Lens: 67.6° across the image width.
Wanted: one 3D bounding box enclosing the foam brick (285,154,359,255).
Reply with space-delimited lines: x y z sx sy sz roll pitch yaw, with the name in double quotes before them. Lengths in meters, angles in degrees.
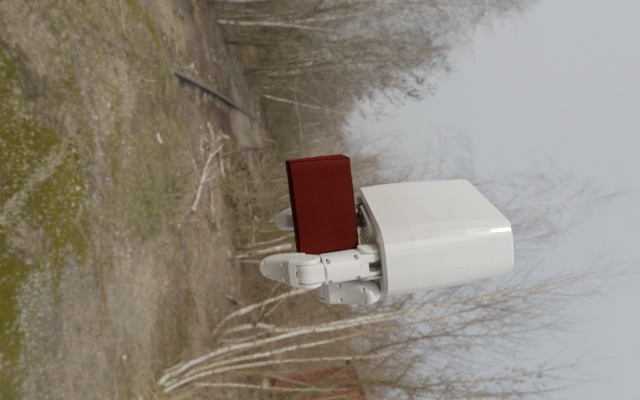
"foam brick" 0.000 0.001 0.405 0.051 0.078 0.053 -7 9 -4
